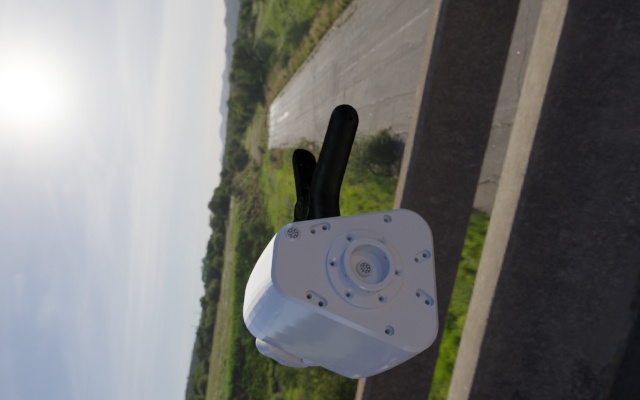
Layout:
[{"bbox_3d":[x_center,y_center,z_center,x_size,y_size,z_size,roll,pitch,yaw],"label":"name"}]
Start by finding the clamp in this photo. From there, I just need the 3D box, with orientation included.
[{"bbox_3d":[-0.001,0.001,0.426,0.039,0.171,0.120,7,-27,-16],"label":"clamp"}]
